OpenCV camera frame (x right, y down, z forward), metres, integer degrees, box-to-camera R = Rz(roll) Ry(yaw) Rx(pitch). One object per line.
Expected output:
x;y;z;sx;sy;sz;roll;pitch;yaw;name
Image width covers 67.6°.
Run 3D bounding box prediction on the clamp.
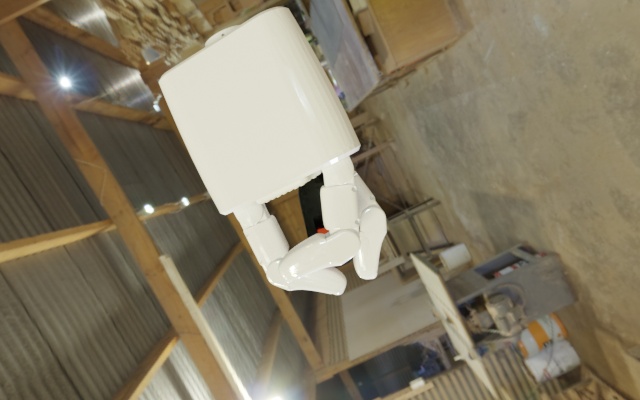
0.000;0.002;0.423;0.039;0.120;0.171;-26;5;2;clamp
